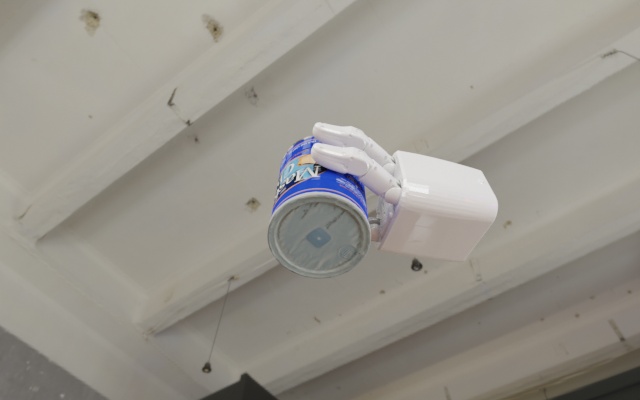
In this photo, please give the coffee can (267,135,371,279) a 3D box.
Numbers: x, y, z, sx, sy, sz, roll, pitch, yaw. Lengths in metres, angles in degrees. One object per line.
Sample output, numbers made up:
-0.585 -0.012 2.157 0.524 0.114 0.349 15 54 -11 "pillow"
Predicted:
0.000 0.002 0.529 0.103 0.103 0.140 0 32 2 "coffee can"
